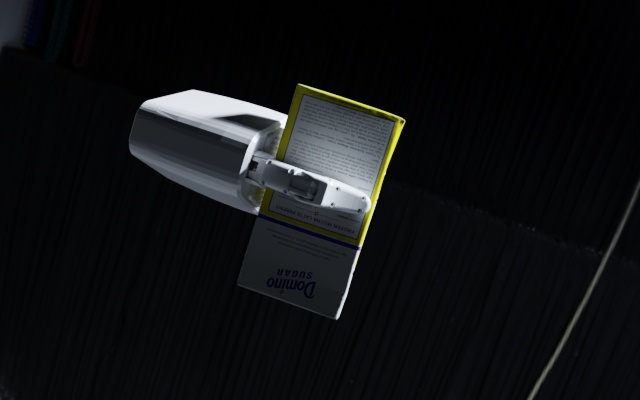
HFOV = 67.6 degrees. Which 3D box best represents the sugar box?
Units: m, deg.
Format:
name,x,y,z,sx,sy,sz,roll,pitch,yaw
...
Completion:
name,x,y,z,sx,sy,sz,roll,pitch,yaw
sugar box,0.000,0.001,0.409,0.093,0.176,0.048,19,8,6
